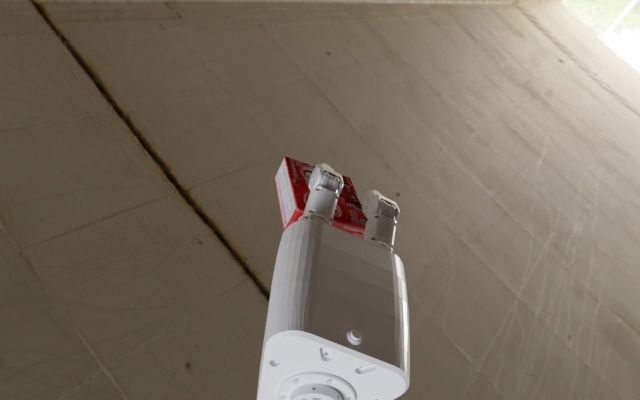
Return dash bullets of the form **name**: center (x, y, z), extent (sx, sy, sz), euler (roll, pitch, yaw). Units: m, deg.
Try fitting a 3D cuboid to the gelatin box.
- **gelatin box**: center (0.000, 0.002, 0.439), extent (0.073, 0.030, 0.089), euler (17, 30, -22)
